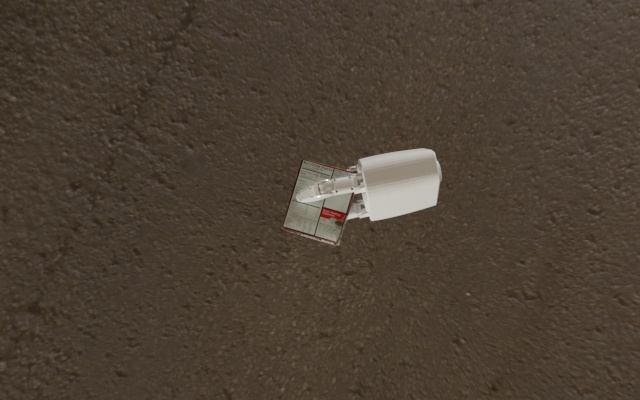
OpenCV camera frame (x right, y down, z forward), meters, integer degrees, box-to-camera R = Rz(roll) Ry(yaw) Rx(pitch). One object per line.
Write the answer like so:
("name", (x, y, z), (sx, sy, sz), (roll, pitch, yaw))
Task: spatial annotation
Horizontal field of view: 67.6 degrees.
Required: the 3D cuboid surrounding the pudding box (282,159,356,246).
("pudding box", (0.000, 0.002, 0.717), (0.090, 0.113, 0.039), (16, -8, 6))
